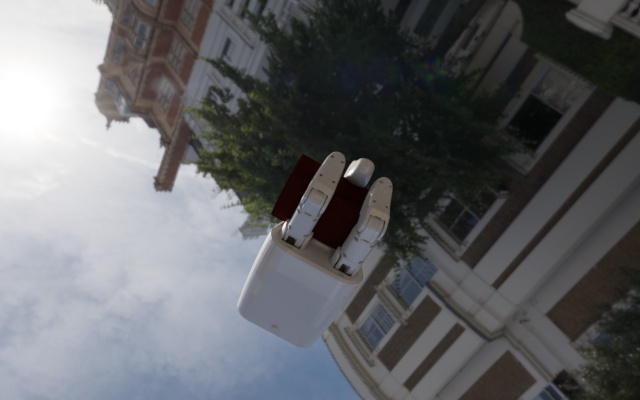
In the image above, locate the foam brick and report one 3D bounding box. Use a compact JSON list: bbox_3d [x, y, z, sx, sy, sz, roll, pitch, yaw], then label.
[{"bbox_3d":[0.000,0.001,0.467,0.078,0.051,0.053,29,28,-2],"label":"foam brick"}]
